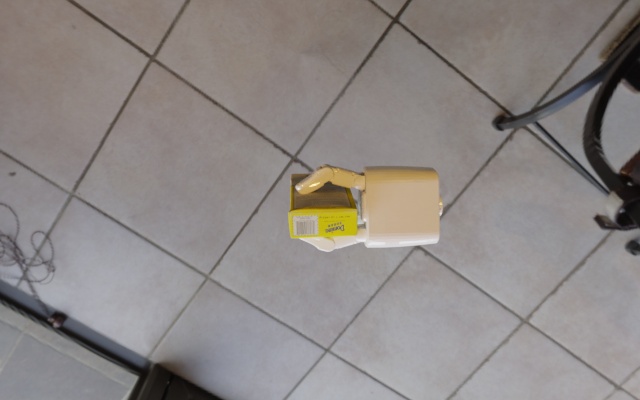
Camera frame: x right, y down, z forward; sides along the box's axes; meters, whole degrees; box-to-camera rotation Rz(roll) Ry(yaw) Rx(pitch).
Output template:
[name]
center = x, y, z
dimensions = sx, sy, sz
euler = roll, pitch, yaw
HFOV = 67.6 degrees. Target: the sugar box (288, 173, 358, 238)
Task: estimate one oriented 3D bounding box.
[sugar box]
center = 0.000, 0.003, 0.717
dimensions = 0.093, 0.048, 0.176
euler = -1, 17, -2
